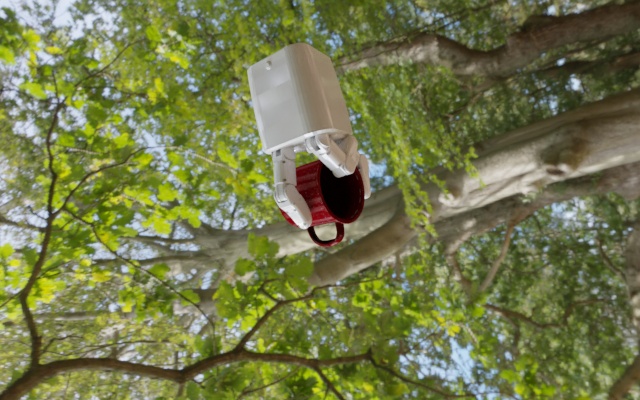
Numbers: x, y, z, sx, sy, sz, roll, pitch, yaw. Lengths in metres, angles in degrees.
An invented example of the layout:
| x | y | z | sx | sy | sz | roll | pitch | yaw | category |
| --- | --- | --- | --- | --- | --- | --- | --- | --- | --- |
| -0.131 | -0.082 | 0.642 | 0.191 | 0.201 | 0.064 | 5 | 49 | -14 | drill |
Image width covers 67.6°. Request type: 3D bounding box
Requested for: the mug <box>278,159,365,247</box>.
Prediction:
| x | y | z | sx | sy | sz | roll | pitch | yaw | category |
| --- | --- | --- | --- | --- | --- | --- | --- | --- | --- |
| 0.000 | 0.003 | 0.618 | 0.081 | 0.117 | 0.093 | -14 | -3 | 40 | mug |
